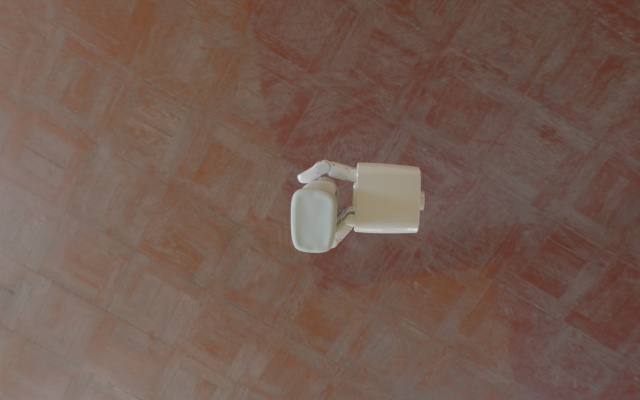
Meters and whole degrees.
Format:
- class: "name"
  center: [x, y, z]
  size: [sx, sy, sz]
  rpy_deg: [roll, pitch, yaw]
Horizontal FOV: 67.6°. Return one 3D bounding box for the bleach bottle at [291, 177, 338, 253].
- class: "bleach bottle"
  center: [0.000, 0.003, 0.818]
  size: [0.068, 0.102, 0.250]
  rpy_deg: [3, 15, 4]
